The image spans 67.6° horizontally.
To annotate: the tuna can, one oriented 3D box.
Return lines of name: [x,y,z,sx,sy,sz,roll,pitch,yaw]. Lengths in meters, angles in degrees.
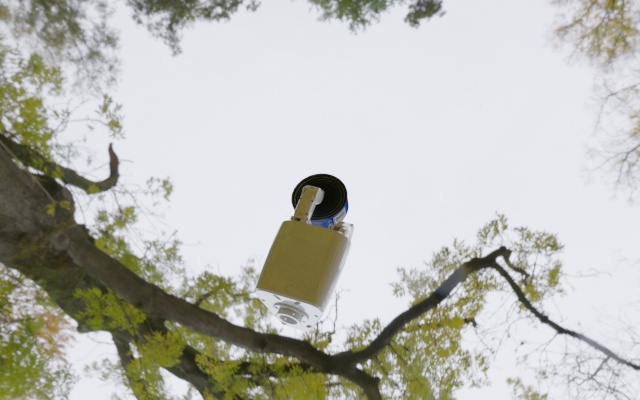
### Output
tuna can: [0.000,0.003,0.729,0.086,0.086,0.034,0,-34,9]
